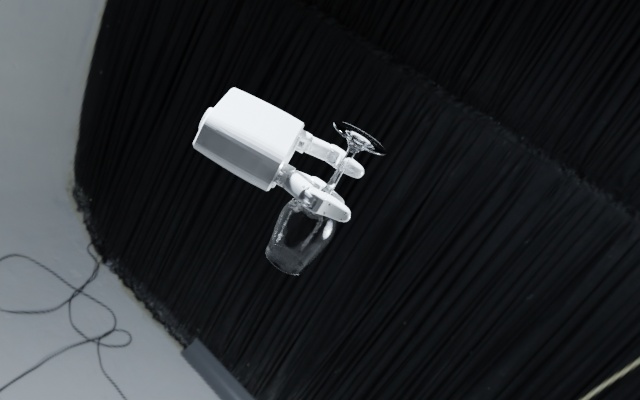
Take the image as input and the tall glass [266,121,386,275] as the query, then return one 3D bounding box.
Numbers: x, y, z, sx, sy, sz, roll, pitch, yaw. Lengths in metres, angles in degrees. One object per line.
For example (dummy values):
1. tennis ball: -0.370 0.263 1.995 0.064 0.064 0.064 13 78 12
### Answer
1. tall glass: 0.001 0.002 0.617 0.079 0.201 0.079 26 22 -12
